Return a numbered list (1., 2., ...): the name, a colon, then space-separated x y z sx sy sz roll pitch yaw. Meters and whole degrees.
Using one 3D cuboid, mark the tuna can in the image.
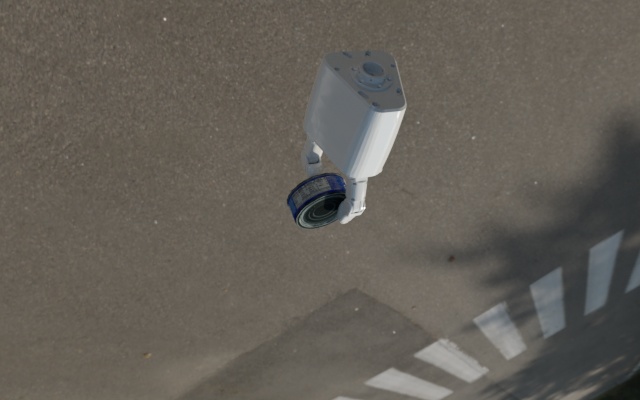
1. tuna can: 0.000 0.003 0.644 0.086 0.033 0.086 -19 -29 -11
